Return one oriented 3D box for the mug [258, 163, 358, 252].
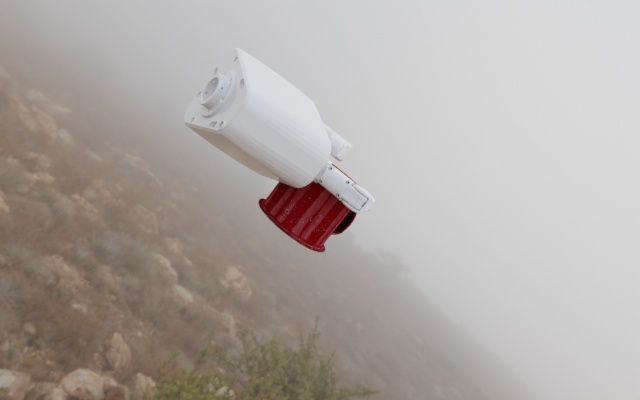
[{"bbox_3d":[0.001,0.002,0.538,0.117,0.081,0.093,31,11,-40],"label":"mug"}]
